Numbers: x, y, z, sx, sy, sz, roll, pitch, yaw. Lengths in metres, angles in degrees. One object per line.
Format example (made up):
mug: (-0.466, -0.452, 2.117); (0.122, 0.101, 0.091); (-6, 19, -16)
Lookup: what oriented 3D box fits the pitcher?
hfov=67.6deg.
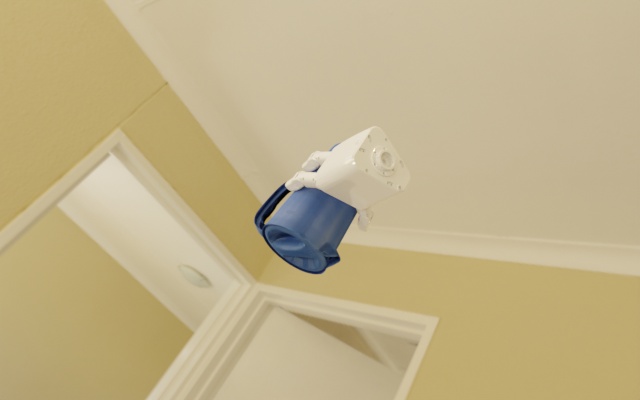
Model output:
pitcher: (0.000, 0.003, 0.894); (0.149, 0.242, 0.145); (42, -31, -12)
